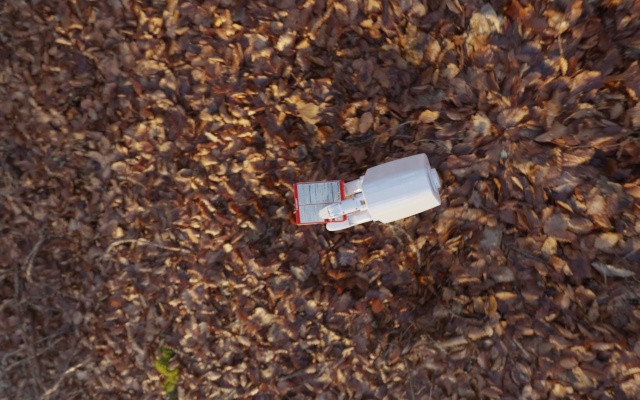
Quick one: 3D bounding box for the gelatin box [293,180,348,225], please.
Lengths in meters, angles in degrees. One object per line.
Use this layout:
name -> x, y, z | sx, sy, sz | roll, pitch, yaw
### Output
gelatin box -> 0.000, 0.003, 0.841 | 0.089, 0.073, 0.030 | -4, 4, 13
